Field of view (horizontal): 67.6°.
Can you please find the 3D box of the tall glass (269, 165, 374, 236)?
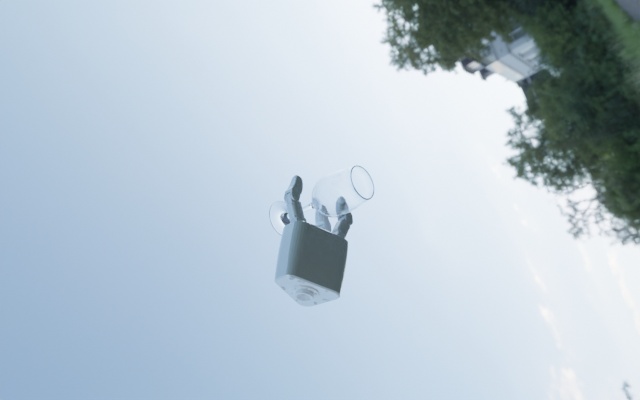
[{"bbox_3d":[0.000,0.003,0.860,0.201,0.079,0.079,-26,-16,38],"label":"tall glass"}]
